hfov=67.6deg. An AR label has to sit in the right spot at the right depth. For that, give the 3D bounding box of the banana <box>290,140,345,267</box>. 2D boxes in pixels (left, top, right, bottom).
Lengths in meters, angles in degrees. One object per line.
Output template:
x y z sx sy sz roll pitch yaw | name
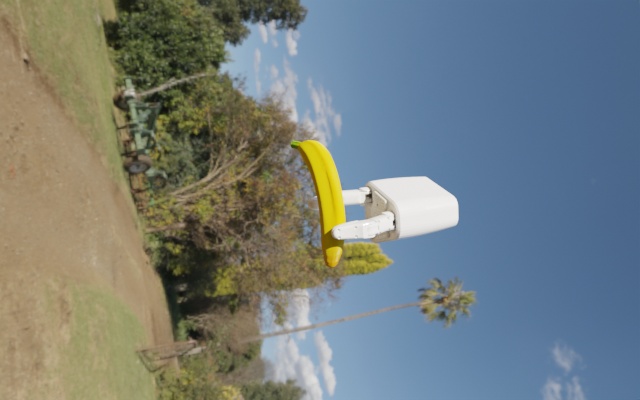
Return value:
0.006 -0.006 0.677 0.037 0.197 0.070 -9 -13 -24 | banana
